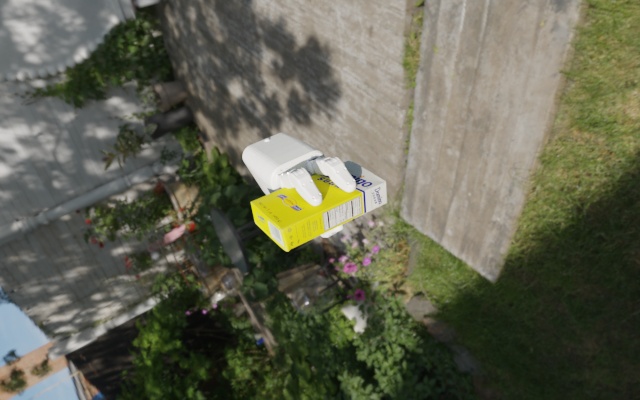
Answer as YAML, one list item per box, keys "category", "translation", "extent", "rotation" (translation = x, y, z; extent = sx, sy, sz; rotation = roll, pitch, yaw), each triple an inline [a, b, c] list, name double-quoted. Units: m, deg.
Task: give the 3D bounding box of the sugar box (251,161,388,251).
- category: "sugar box"
  translation: [0.000, 0.002, 0.687]
  extent: [0.176, 0.048, 0.093]
  rotation: [-27, 38, -24]
